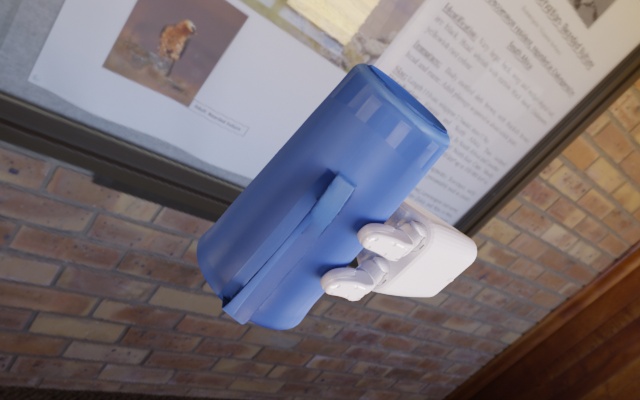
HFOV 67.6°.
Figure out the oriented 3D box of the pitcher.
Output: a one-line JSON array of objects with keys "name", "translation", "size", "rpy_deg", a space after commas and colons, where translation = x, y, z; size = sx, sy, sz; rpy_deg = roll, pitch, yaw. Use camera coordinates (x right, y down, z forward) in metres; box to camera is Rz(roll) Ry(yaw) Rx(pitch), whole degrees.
[{"name": "pitcher", "translation": [0.000, 0.001, 0.442], "size": [0.145, 0.243, 0.149], "rpy_deg": [19, 30, -45]}]
